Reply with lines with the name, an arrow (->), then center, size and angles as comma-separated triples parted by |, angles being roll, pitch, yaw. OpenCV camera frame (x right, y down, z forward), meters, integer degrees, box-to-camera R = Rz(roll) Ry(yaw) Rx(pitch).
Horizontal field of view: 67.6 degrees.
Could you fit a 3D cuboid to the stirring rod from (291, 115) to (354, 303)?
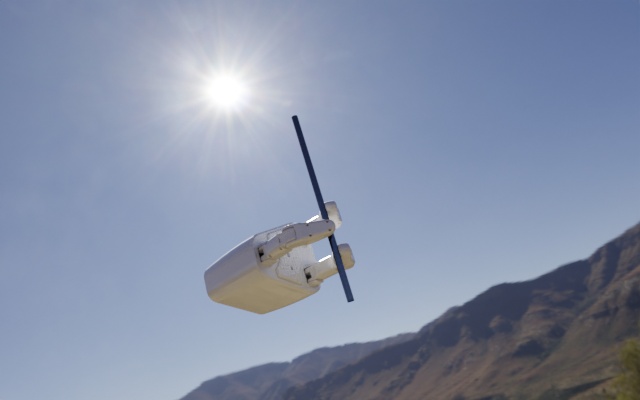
stirring rod -> 0.000, 0.002, 0.559 | 0.011, 0.239, 0.011 | -15, -21, -6
